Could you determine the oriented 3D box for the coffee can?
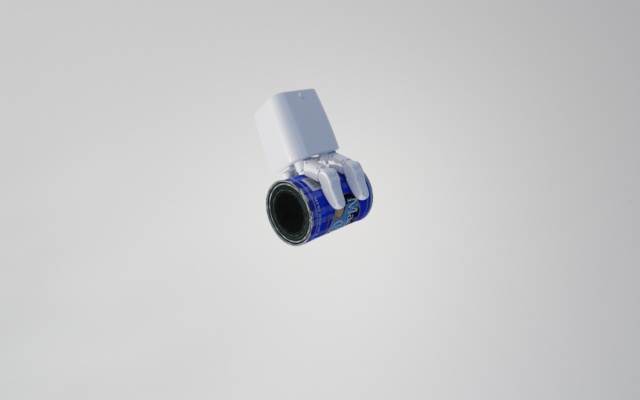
[{"bbox_3d":[0.000,0.003,0.751,0.103,0.103,0.140,0,14,46],"label":"coffee can"}]
